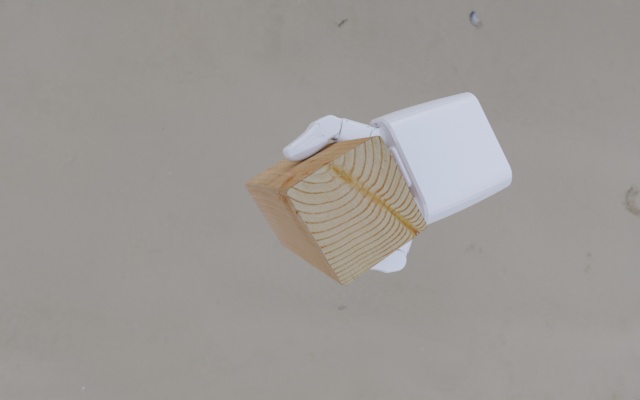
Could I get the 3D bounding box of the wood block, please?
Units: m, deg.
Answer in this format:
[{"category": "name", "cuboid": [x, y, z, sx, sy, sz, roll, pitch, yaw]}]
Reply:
[{"category": "wood block", "cuboid": [0.000, 0.001, 0.468, 0.090, 0.091, 0.206, -32, 12, -13]}]
